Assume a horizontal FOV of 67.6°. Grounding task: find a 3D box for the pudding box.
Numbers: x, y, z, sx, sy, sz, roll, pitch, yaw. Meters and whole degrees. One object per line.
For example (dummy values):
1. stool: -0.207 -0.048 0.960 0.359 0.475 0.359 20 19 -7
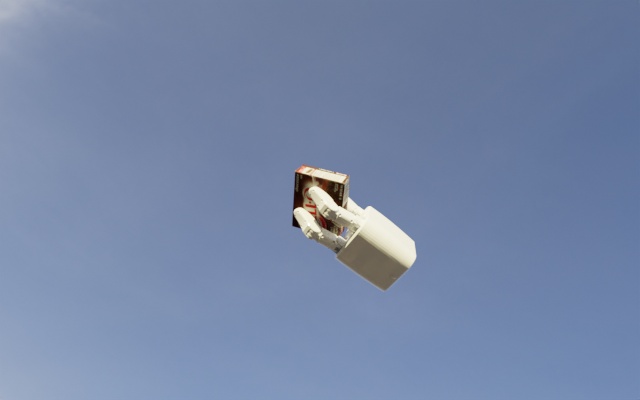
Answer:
1. pudding box: 0.000 0.003 0.817 0.090 0.113 0.039 14 29 16
